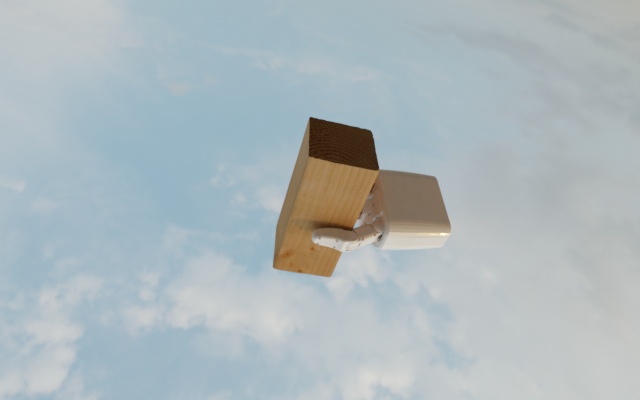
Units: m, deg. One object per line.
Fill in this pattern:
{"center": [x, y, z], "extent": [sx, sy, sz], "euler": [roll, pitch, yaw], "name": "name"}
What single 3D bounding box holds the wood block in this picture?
{"center": [0.000, 0.003, 0.658], "extent": [0.090, 0.206, 0.090], "euler": [11, 40, -11], "name": "wood block"}
